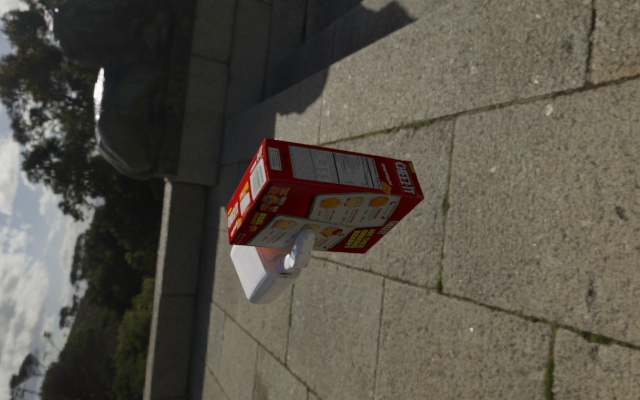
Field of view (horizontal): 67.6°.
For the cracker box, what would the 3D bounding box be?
[{"bbox_3d":[0.000,0.002,0.638,0.214,0.072,0.164,6,-34,-25],"label":"cracker box"}]
